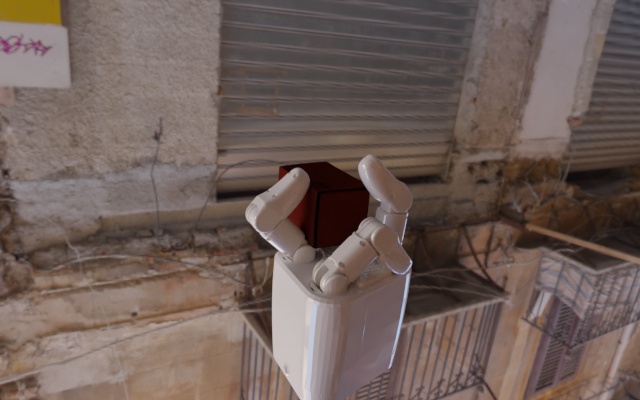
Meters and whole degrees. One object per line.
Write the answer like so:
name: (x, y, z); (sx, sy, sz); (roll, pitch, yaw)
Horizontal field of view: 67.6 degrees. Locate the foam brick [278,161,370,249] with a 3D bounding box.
foam brick: (0.000, 0.001, 0.425); (0.053, 0.051, 0.078); (-7, 23, -27)
